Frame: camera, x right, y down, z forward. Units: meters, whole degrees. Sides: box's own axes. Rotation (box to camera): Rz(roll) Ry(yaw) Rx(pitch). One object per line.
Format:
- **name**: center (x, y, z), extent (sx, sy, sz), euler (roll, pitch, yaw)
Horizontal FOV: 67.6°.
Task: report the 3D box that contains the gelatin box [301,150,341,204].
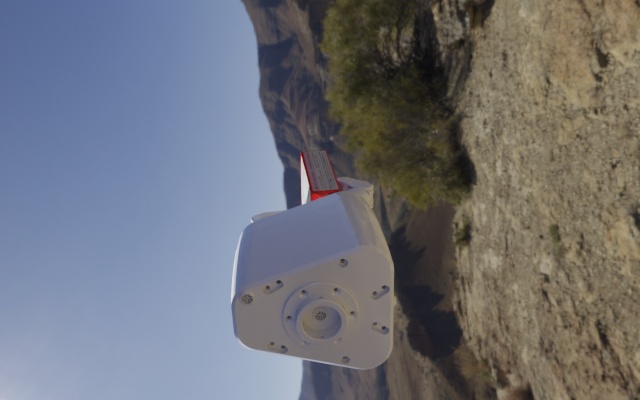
- **gelatin box**: center (0.000, 0.001, 0.472), extent (0.030, 0.073, 0.089), euler (-5, 31, -8)
